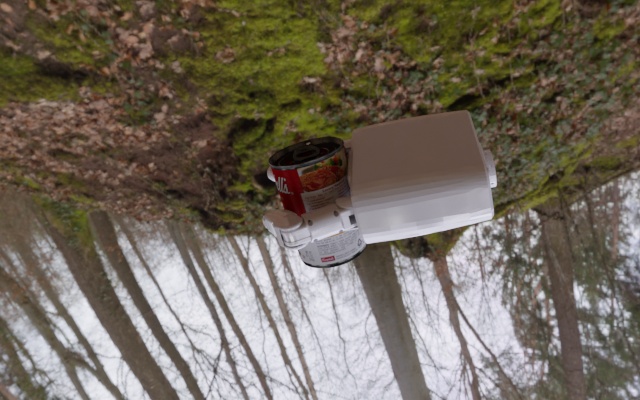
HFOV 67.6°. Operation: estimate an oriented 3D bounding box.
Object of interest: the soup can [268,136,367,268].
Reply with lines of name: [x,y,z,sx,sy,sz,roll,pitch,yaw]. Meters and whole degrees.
soup can: [0.000,0.002,0.434,0.068,0.102,0.068,-14,23,6]
